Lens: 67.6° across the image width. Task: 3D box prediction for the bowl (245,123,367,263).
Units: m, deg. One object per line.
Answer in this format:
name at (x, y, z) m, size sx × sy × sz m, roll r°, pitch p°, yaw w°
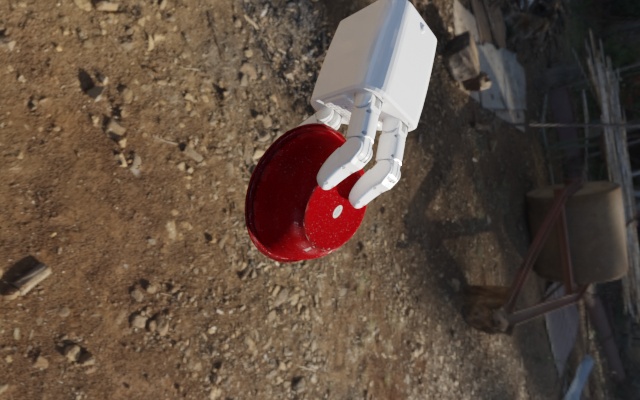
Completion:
bowl at (0.000, 0.003, 0.515) m, size 0.162 × 0.162 × 0.055 m, roll 0°, pitch 18°, yaw -44°
